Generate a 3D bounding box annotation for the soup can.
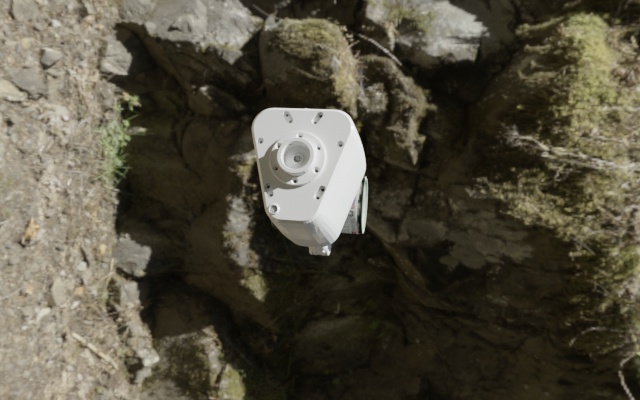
[{"bbox_3d":[0.000,0.002,0.545,0.102,0.068,0.068,4,1,10],"label":"soup can"}]
